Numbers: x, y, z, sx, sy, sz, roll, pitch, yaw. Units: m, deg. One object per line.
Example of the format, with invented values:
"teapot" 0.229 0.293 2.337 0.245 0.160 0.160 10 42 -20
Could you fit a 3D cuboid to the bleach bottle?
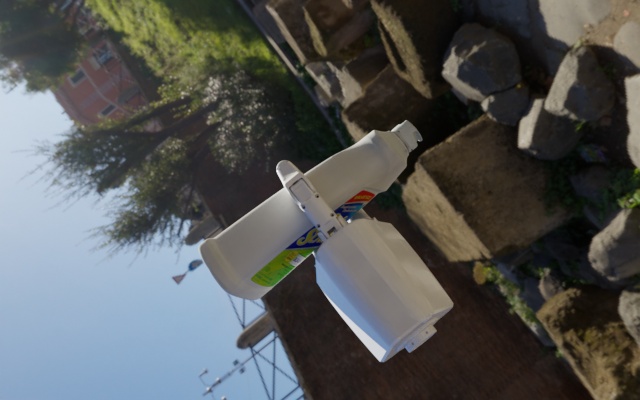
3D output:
"bleach bottle" 0.000 0.002 0.503 0.251 0.068 0.102 -39 -22 1
